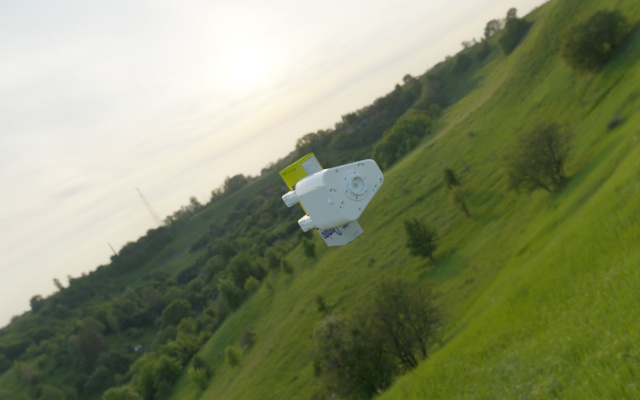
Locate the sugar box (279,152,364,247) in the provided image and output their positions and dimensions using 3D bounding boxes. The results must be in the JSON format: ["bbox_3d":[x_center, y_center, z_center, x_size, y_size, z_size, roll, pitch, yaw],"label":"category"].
[{"bbox_3d":[0.000,0.003,0.892,0.048,0.176,0.093,-34,7,-25],"label":"sugar box"}]
